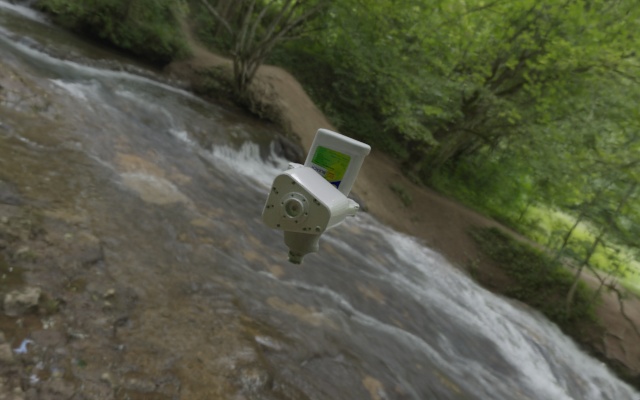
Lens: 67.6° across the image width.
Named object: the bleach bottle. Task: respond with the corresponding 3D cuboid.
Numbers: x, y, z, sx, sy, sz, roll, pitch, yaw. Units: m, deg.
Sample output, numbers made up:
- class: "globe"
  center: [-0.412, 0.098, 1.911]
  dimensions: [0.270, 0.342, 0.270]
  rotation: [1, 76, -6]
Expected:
- class: "bleach bottle"
  center: [0.000, 0.003, 0.871]
  dimensions: [0.102, 0.251, 0.068]
  rotation: [23, 13, 14]
